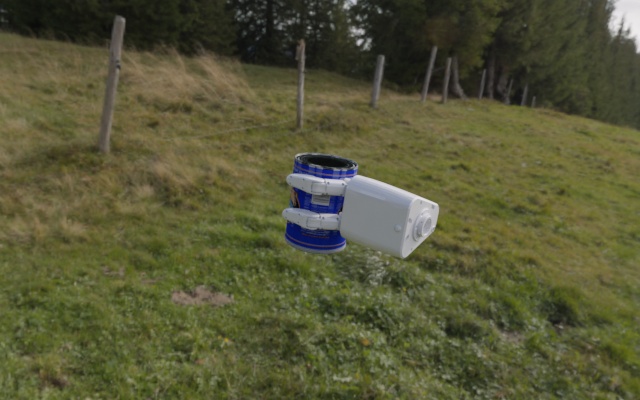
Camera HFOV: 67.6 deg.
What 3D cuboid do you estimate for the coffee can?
[{"bbox_3d":[0.000,0.003,0.775,0.103,0.140,0.102,7,17,-2],"label":"coffee can"}]
